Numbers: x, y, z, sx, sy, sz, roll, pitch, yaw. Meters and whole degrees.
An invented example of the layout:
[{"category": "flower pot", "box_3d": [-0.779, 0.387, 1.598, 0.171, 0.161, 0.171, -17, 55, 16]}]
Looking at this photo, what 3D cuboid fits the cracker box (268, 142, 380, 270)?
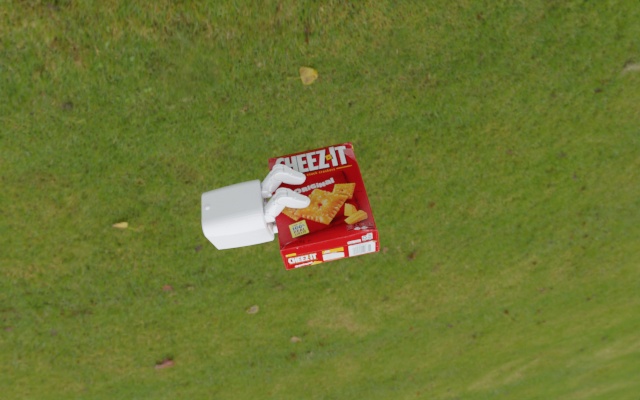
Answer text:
[{"category": "cracker box", "box_3d": [0.000, 0.003, 0.848, 0.164, 0.213, 0.072, -11, -38, -1]}]
